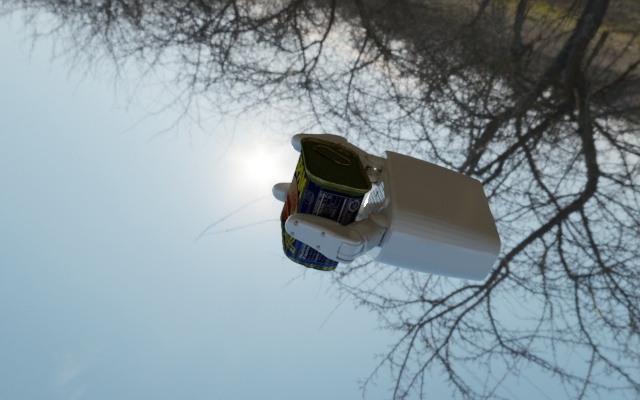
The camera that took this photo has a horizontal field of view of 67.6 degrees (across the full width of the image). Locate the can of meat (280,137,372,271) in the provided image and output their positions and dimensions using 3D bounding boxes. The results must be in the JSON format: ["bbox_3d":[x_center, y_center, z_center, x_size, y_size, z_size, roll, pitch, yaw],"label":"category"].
[{"bbox_3d":[0.000,0.002,0.431,0.057,0.084,0.102,13,25,-13],"label":"can of meat"}]
